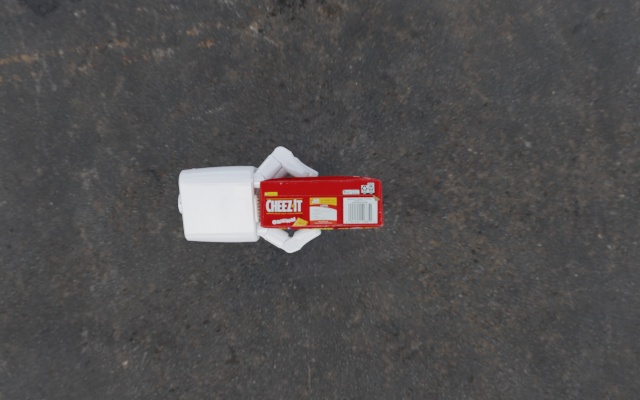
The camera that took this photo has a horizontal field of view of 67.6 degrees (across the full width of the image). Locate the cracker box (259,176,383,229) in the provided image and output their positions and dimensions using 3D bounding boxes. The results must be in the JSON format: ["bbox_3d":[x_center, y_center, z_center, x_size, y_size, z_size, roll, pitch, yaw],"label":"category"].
[{"bbox_3d":[0.000,0.003,0.729,0.164,0.072,0.213,-1,1,0],"label":"cracker box"}]
